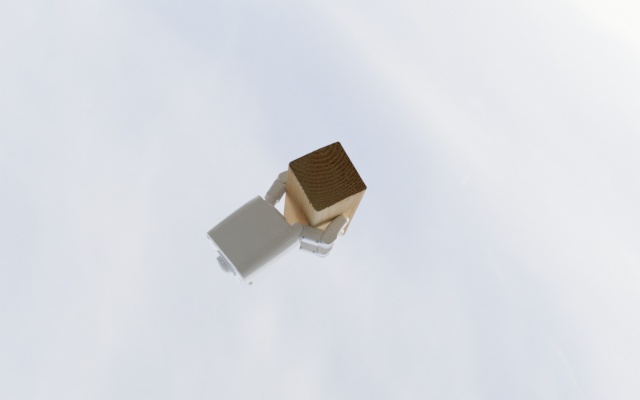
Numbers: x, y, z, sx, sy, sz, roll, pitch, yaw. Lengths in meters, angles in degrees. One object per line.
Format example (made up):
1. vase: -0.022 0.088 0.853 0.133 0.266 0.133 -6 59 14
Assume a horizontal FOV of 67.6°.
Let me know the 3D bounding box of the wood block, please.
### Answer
1. wood block: 0.000 0.003 0.790 0.090 0.090 0.206 -25 -17 -16
